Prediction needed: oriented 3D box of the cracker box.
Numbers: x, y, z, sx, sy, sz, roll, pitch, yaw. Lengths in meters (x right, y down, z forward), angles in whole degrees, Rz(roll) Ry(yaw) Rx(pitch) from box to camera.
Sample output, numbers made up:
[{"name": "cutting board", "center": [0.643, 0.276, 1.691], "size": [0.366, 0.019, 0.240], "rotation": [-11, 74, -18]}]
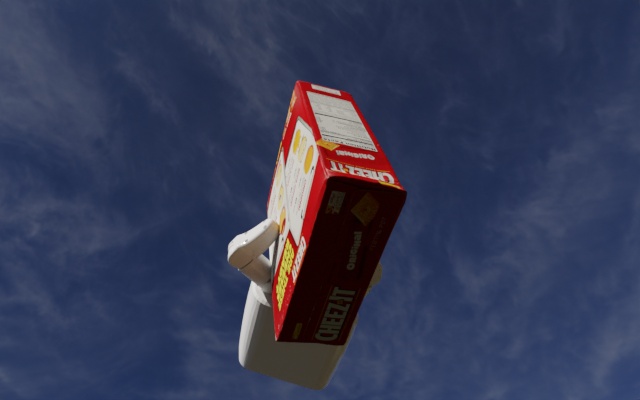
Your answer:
[{"name": "cracker box", "center": [0.000, 0.001, 0.459], "size": [0.072, 0.164, 0.213], "rotation": [9, 30, -15]}]
